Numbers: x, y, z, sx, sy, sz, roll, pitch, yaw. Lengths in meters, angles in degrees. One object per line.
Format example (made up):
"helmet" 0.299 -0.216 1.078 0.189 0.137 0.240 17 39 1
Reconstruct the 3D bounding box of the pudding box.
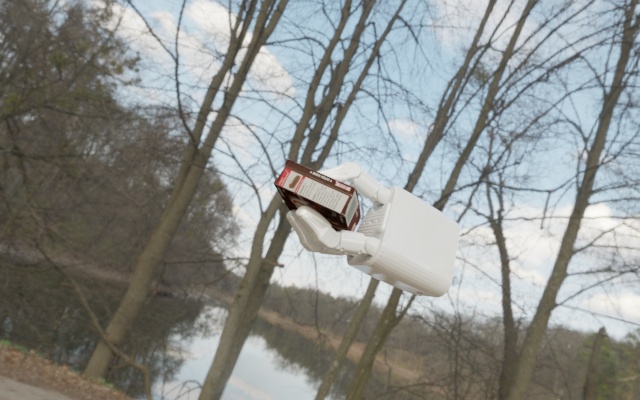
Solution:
"pudding box" 0.000 0.002 0.571 0.090 0.039 0.113 23 -16 14
